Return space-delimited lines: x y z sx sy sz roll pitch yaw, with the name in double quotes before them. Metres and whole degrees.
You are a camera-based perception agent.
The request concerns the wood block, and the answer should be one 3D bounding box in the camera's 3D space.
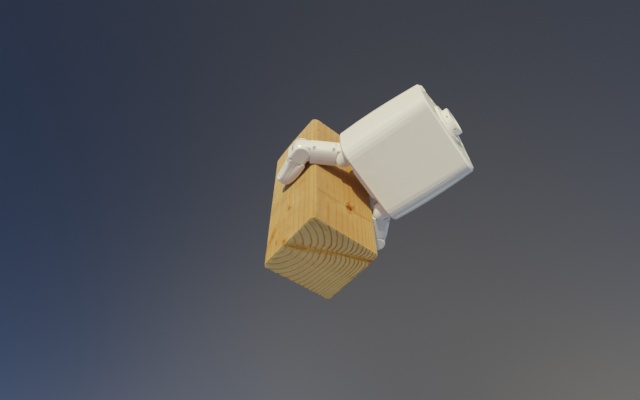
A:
"wood block" 0.000 0.002 0.585 0.091 0.090 0.206 32 31 -22
